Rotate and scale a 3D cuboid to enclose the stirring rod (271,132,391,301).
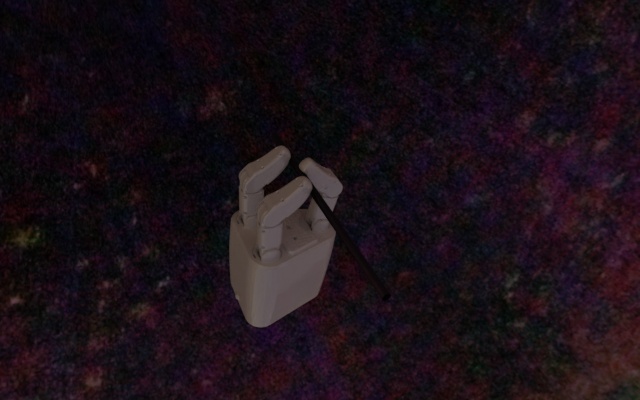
[{"bbox_3d":[0.000,0.001,0.450,0.011,0.011,0.239,0,38,-33],"label":"stirring rod"}]
